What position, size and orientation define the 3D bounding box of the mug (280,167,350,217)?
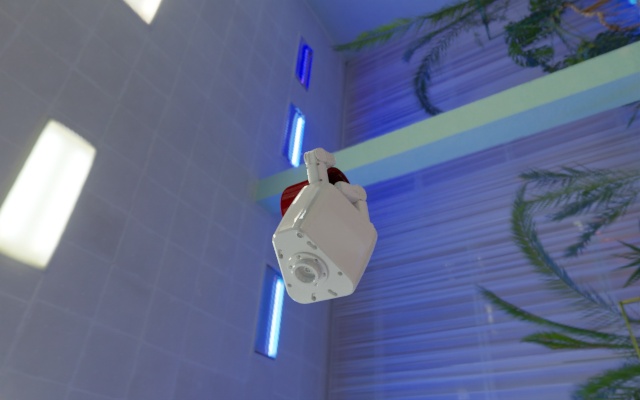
[{"bbox_3d":[0.000,0.002,0.697,0.081,0.093,0.117,-18,21,28],"label":"mug"}]
